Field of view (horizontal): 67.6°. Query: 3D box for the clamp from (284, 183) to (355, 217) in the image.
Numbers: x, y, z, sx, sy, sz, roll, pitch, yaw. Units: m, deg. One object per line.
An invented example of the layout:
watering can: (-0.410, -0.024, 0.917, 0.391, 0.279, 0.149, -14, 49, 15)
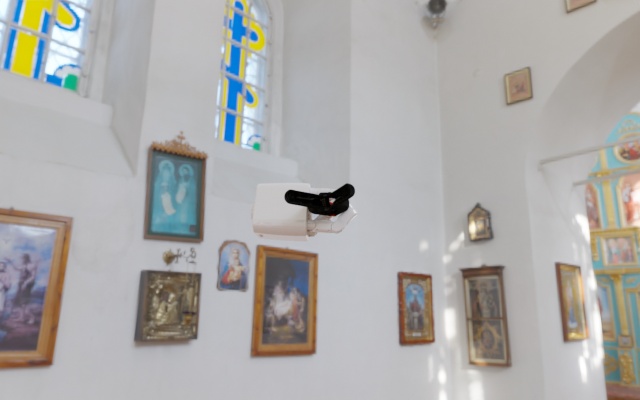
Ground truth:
clamp: (0.000, 0.002, 0.871, 0.120, 0.039, 0.171, 2, -15, 2)
